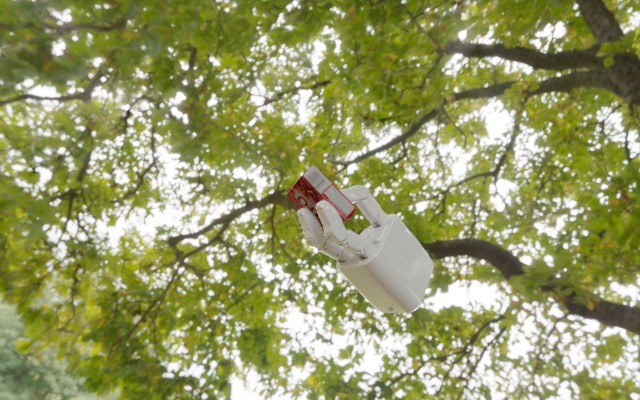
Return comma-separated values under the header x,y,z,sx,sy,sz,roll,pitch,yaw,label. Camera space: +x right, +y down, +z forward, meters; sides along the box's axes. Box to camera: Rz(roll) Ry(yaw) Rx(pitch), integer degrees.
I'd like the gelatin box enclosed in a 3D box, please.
x,y,z,sx,sy,sz,roll,pitch,yaw,label
0.000,0.002,0.682,0.030,0.089,0.073,-44,-1,-30,gelatin box
